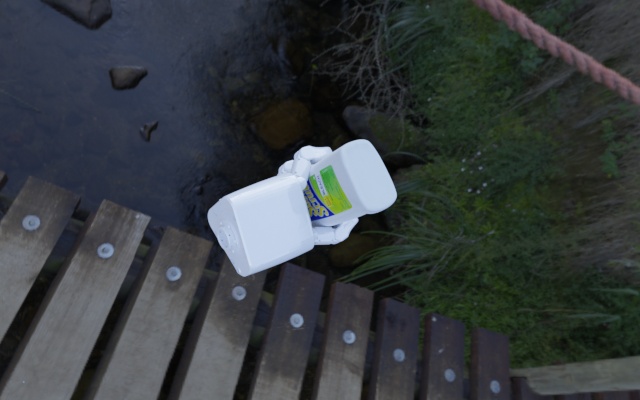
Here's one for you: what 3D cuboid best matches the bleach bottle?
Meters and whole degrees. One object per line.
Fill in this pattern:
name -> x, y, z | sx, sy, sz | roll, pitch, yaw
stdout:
bleach bottle -> 0.000, 0.002, 0.718 | 0.068, 0.102, 0.251 | -22, -6, -36
